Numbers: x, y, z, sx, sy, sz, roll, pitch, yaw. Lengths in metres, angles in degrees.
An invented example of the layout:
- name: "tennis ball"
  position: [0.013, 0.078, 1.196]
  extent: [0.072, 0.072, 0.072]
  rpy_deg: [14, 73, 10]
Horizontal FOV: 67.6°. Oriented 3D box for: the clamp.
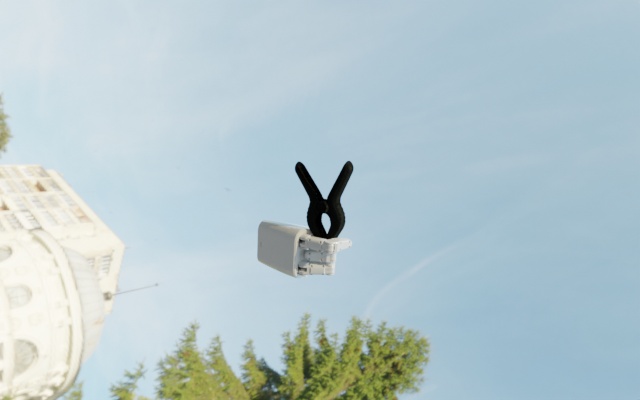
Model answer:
- name: "clamp"
  position: [0.001, 0.003, 0.899]
  extent: [0.120, 0.171, 0.039]
  rpy_deg: [13, 12, 34]
